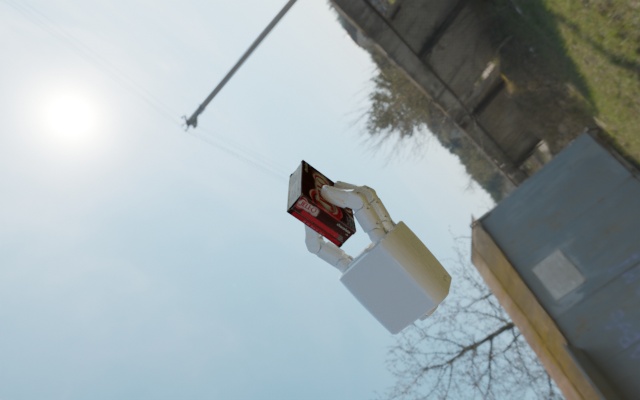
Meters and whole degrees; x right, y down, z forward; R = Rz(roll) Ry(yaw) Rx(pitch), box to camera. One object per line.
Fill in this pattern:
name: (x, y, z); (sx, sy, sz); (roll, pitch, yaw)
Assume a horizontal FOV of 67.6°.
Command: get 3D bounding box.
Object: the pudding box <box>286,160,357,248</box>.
pudding box: (0.000, 0.002, 0.649); (0.090, 0.039, 0.113); (36, 19, -19)
